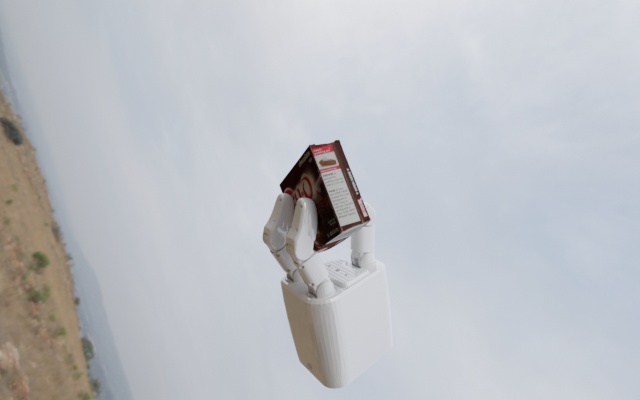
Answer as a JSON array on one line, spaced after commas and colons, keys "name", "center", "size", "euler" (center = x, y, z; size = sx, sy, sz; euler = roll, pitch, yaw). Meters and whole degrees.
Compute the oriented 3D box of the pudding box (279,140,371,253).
[{"name": "pudding box", "center": [0.000, 0.002, 0.494], "size": [0.039, 0.090, 0.113], "euler": [-16, -12, -27]}]
